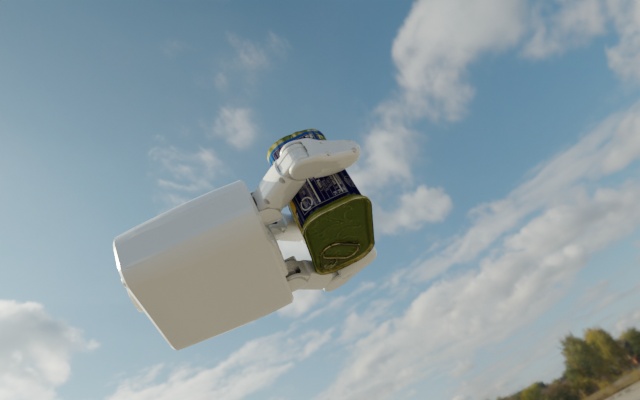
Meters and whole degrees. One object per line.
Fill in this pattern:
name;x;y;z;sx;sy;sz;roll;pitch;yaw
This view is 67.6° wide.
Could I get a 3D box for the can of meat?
can of meat;0.000;0.001;0.403;0.057;0.084;0.102;-25;-32;-7
